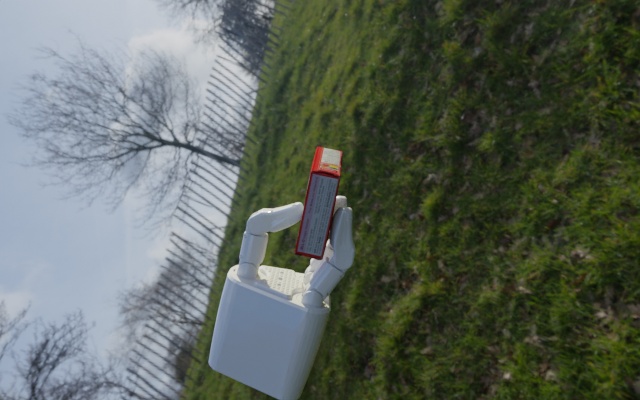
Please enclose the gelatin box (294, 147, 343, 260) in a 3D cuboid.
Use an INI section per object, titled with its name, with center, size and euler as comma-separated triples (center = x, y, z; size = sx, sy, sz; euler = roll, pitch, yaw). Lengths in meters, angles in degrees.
[gelatin box]
center = 0.000, 0.001, 0.463
size = 0.030, 0.089, 0.073
euler = 11, 24, 0
